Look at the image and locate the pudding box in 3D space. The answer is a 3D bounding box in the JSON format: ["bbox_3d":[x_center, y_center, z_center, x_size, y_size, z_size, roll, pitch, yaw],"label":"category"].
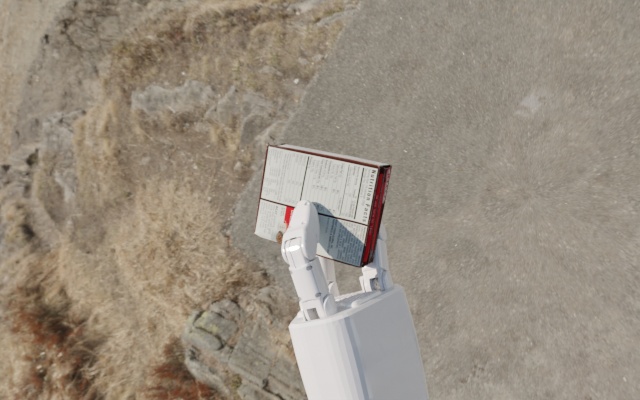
[{"bbox_3d":[0.000,0.001,0.427,0.113,0.090,0.039,14,9,21],"label":"pudding box"}]
